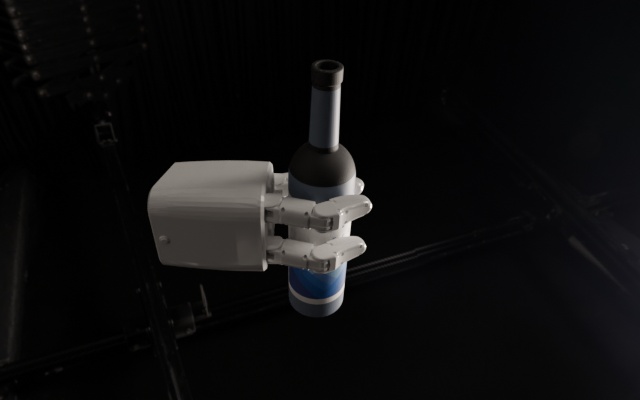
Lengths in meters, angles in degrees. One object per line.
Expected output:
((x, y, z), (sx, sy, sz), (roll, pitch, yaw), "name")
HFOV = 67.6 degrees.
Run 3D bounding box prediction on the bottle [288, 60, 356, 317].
((0.000, 0.002, 0.493), (0.069, 0.296, 0.069), (2, 39, -1), "bottle")
